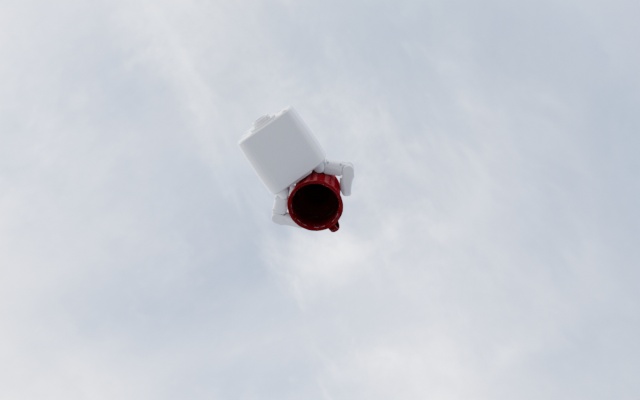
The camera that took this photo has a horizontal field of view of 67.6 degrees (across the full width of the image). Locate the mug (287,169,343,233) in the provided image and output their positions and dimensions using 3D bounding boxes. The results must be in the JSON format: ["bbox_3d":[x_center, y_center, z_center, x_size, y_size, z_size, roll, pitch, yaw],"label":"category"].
[{"bbox_3d":[0.001,0.004,0.828,0.093,0.117,0.081,-30,19,16],"label":"mug"}]
